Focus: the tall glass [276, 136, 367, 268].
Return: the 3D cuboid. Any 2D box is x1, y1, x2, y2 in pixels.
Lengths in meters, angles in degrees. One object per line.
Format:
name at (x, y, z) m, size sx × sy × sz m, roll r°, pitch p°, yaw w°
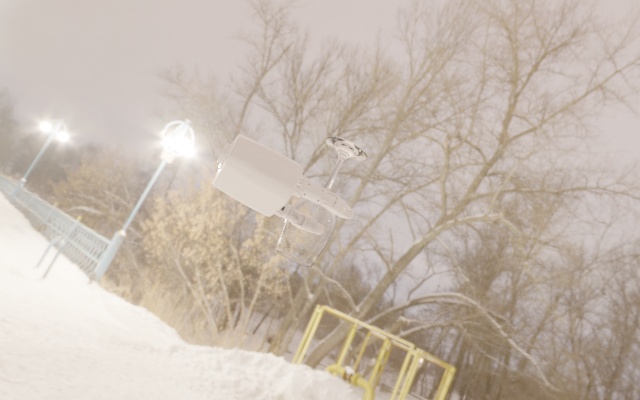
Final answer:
tall glass at (0.001, 0.002, 0.753) m, size 0.079 × 0.201 × 0.079 m, roll 24°, pitch -12°, yaw 6°
